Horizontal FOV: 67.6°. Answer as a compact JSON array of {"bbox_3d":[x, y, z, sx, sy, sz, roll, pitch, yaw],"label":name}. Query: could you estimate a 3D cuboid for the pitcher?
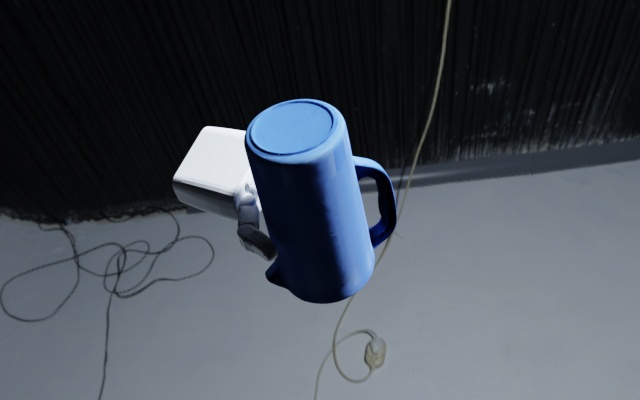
[{"bbox_3d":[0.000,0.002,0.575,0.145,0.149,0.243,14,-39,23],"label":"pitcher"}]
